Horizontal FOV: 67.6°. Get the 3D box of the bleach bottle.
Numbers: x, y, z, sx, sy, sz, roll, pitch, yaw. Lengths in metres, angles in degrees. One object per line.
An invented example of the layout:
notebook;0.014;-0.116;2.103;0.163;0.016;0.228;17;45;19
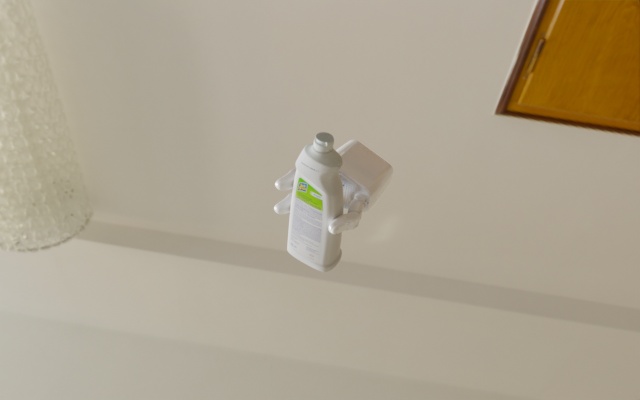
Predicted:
bleach bottle;0.000;0.003;0.805;0.102;0.251;0.068;25;42;20
